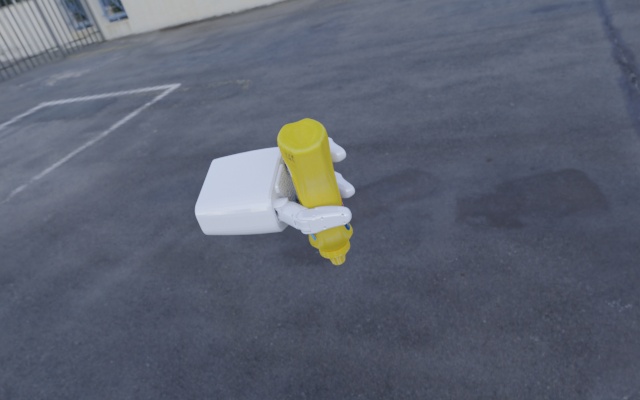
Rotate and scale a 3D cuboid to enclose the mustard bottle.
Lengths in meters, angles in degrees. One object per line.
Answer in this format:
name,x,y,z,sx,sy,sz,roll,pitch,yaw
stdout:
mustard bottle,0.000,0.002,0.592,0.058,0.192,0.096,-18,30,-4
